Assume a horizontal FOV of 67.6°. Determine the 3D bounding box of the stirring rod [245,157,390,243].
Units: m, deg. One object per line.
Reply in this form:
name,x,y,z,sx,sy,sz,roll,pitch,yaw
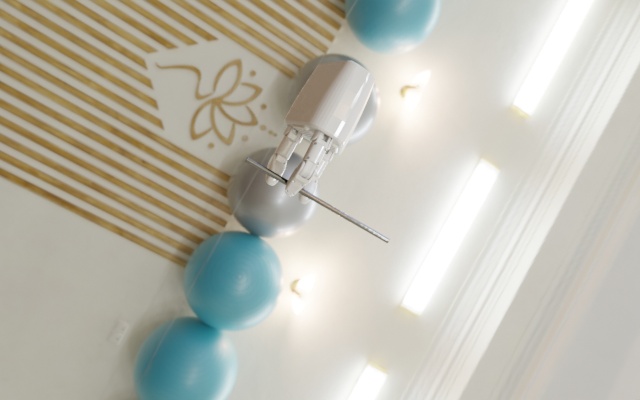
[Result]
stirring rod,0.000,0.002,0.681,0.239,0.011,0.011,30,-9,-15
